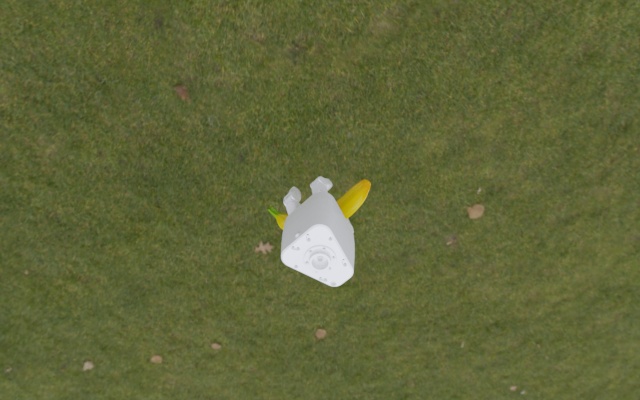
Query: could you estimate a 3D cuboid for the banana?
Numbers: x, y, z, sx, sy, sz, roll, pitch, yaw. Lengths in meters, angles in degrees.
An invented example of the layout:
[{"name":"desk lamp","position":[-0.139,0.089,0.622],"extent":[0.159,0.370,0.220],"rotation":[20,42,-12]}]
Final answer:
[{"name":"banana","position":[0.003,0.021,0.858],"extent":[0.198,0.070,0.037],"rotation":[-16,13,13]}]
